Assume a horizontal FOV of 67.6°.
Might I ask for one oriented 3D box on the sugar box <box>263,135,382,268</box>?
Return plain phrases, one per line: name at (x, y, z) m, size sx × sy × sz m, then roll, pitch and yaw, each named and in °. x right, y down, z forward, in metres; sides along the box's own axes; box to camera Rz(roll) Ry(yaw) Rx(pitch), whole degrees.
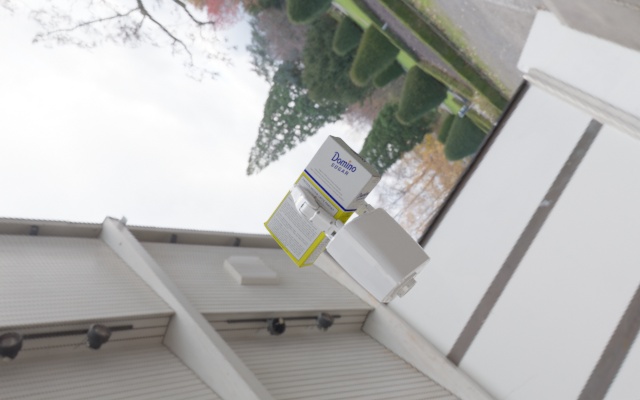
sugar box at (0.000, 0.002, 0.696) m, size 0.093 × 0.176 × 0.048 m, roll 46°, pitch 19°, yaw 21°
